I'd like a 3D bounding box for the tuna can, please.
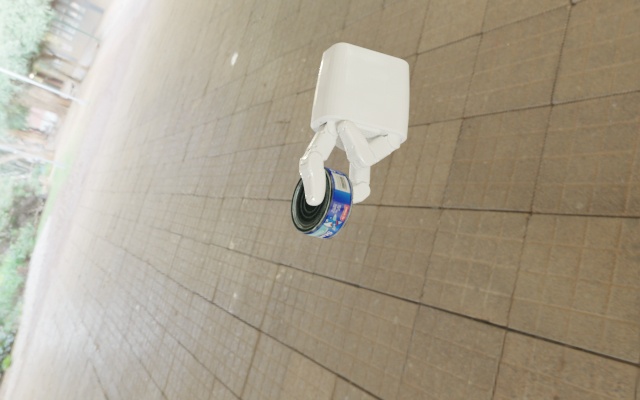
[{"bbox_3d":[0.000,0.002,0.577,0.034,0.086,0.086,15,-9,-34],"label":"tuna can"}]
